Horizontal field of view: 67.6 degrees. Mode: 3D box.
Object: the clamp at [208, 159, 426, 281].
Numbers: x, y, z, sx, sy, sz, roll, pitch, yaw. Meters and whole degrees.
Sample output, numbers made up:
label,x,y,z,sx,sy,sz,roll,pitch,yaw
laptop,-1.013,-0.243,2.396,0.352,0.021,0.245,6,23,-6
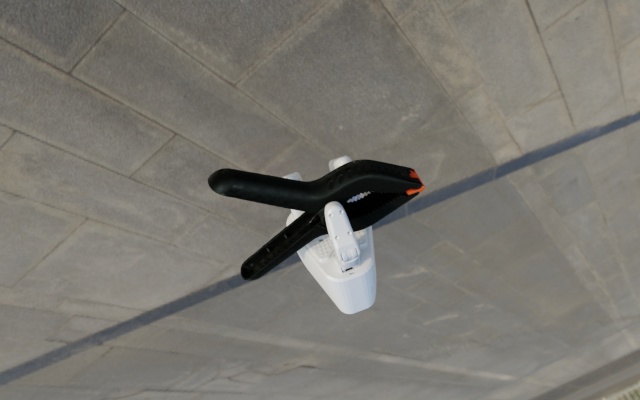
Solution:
label,x,y,z,sx,sy,sz,roll,pitch,yaw
clamp,0.001,0.002,0.466,0.210,0.036,0.165,-20,-36,-3
